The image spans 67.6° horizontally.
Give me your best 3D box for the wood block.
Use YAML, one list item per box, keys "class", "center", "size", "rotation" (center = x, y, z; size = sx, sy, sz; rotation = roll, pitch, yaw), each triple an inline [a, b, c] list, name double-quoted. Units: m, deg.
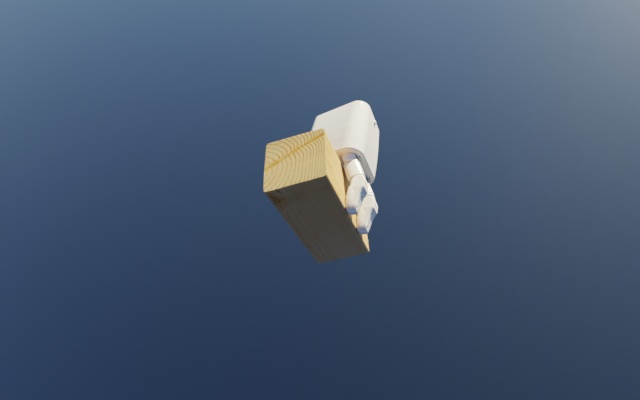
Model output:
- class: "wood block"
  center: [0.000, 0.002, 0.718]
  size: [0.091, 0.090, 0.206]
  rotation: [-14, -39, 15]
